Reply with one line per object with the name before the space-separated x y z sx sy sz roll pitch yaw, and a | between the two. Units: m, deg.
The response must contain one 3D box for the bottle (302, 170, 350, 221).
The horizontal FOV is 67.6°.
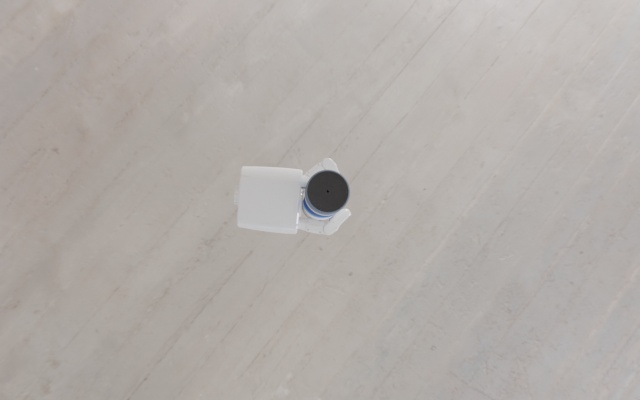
bottle | 0.000 0.003 0.853 0.069 0.069 0.296 0 -6 -4
